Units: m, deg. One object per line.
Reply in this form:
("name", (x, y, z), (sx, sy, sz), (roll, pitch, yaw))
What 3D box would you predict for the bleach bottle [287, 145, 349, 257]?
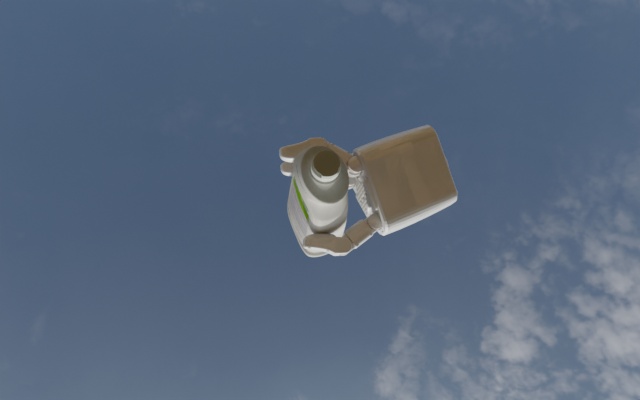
("bleach bottle", (0.000, 0.002, 0.599), (0.068, 0.102, 0.251), (-23, -12, -10))
